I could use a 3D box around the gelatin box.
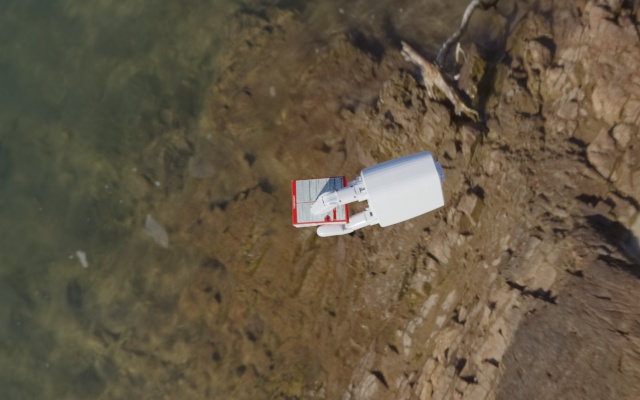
[{"bbox_3d":[0.000,0.002,0.759,0.089,0.073,0.030,-4,-11,8],"label":"gelatin box"}]
